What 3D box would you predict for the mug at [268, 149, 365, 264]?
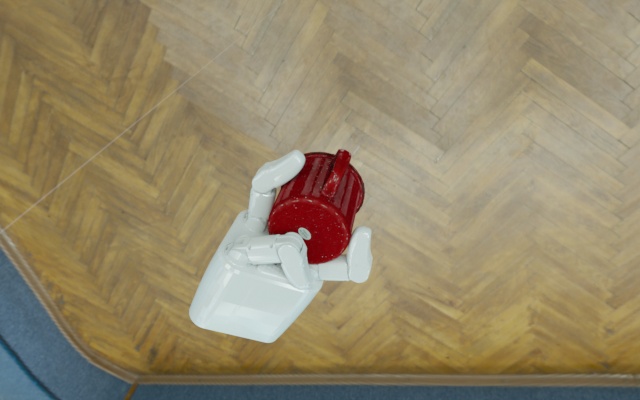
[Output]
[{"bbox_3d":[0.001,0.001,0.477,0.093,0.117,0.081,28,35,-7],"label":"mug"}]
